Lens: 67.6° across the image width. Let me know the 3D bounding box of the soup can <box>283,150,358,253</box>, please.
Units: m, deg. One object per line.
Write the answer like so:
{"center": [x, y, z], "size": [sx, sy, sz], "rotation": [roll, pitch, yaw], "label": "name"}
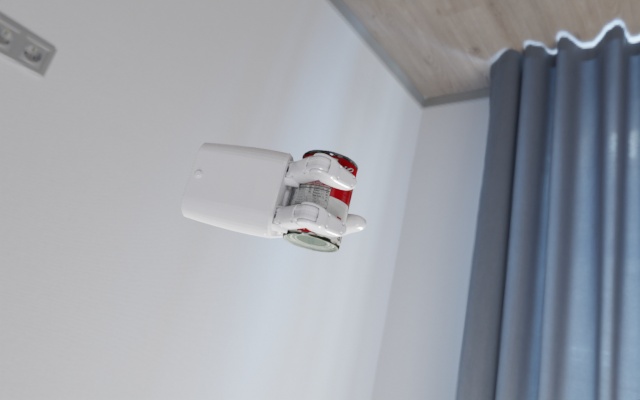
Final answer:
{"center": [0.001, 0.002, 0.551], "size": [0.068, 0.102, 0.068], "rotation": [13, -18, 4], "label": "soup can"}
